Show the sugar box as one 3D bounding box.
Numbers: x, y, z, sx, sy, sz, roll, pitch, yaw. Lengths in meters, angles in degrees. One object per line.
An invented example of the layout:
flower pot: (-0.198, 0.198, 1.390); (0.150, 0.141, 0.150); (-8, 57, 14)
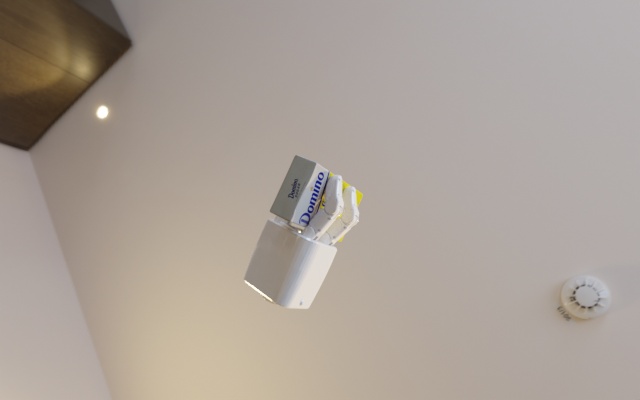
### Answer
sugar box: (0.001, 0.003, 0.741); (0.048, 0.093, 0.176); (24, -1, 28)
